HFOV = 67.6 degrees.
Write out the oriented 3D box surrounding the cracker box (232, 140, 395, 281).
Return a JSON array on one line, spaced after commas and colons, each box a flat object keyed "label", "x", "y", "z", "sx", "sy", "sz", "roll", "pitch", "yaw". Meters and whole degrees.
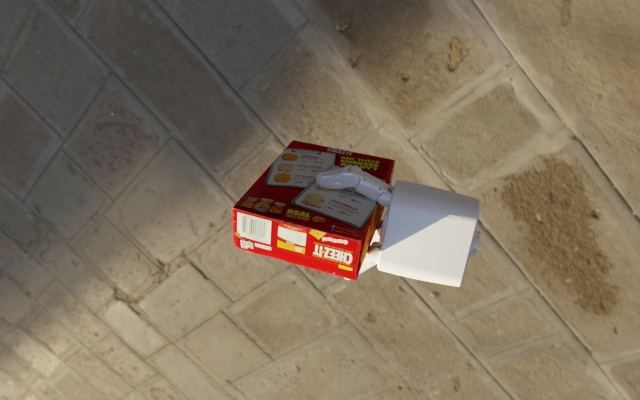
[{"label": "cracker box", "x": 0.000, "y": 0.002, "z": 0.652, "sx": 0.164, "sy": 0.072, "sz": 0.213, "roll": 13, "pitch": 33, "yaw": 13}]
